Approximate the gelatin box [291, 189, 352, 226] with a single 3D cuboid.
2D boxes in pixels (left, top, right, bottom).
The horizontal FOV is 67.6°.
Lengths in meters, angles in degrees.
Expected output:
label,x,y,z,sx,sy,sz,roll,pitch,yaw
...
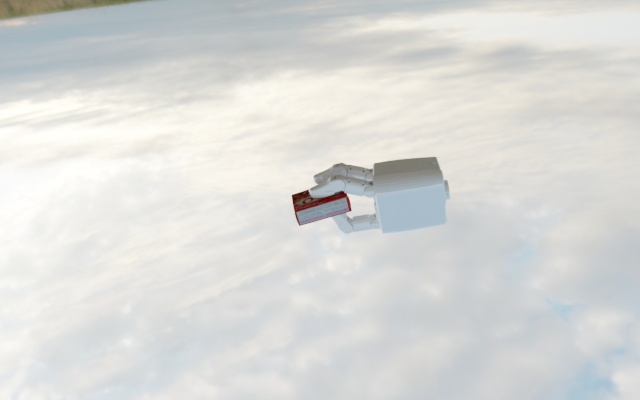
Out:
label,x,y,z,sx,sy,sz,roll,pitch,yaw
gelatin box,0.000,0.003,0.774,0.089,0.030,0.073,-17,24,0
